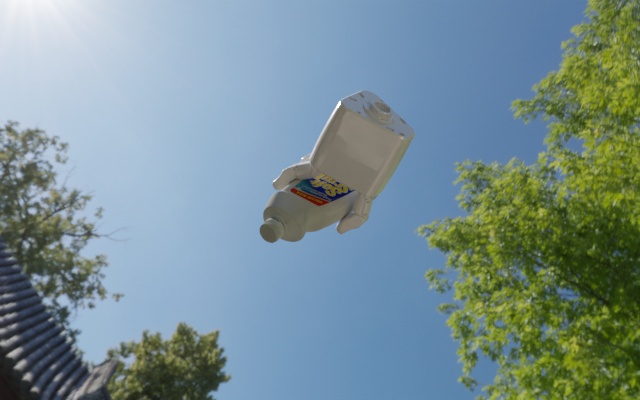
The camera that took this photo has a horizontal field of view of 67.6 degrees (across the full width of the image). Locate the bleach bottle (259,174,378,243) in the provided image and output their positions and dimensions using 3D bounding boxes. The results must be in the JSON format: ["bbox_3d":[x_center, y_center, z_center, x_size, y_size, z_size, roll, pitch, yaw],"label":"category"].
[{"bbox_3d":[0.000,0.002,0.732,0.102,0.068,0.250,38,38,12],"label":"bleach bottle"}]
